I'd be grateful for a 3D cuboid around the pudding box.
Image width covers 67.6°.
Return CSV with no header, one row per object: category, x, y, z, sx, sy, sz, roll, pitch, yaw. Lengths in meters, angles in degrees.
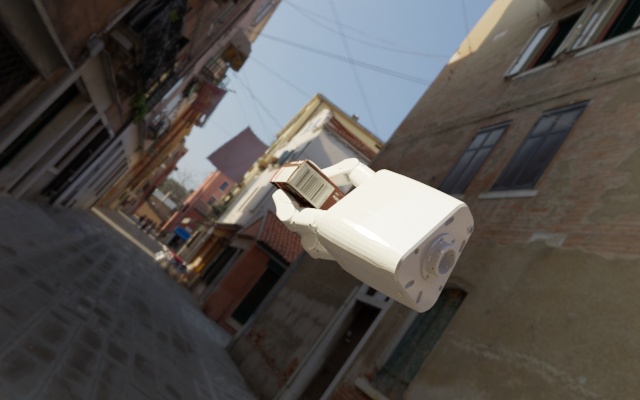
pudding box,0.000,0.002,0.564,0.113,0.039,0.090,44,-11,-15
